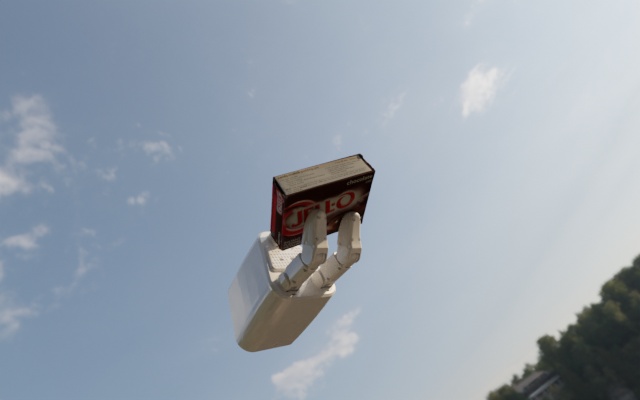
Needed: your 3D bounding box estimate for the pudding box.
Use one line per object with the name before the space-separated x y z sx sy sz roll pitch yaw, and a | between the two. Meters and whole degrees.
pudding box | 0.000 0.002 0.541 0.113 0.039 0.090 -19 -37 -24
